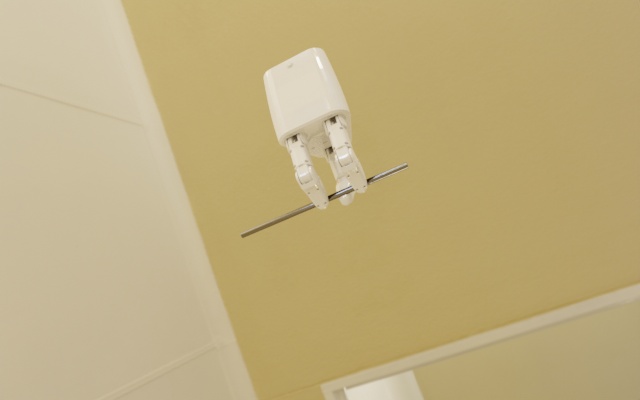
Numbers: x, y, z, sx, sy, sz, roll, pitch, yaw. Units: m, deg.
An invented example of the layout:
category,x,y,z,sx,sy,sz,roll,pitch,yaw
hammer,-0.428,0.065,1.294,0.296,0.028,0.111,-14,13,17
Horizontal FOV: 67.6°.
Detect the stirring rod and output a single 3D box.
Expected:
category,x,y,z,sx,sy,sz,roll,pitch,yaw
stirring rod,0.000,0.002,0.619,0.239,0.011,0.011,-23,-6,15
